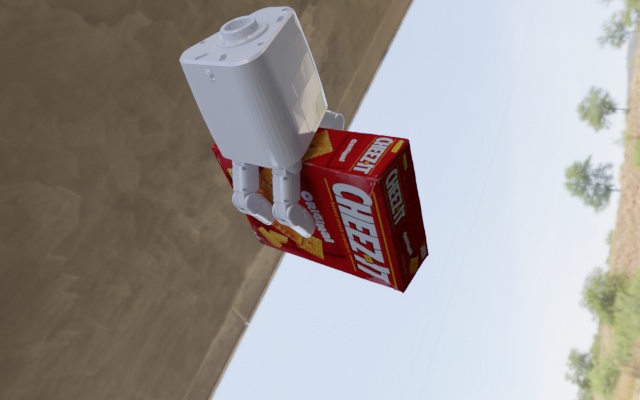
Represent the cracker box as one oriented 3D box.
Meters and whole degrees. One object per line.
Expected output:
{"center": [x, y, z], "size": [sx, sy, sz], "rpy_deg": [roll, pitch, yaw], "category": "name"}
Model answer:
{"center": [0.000, 0.002, 0.530], "size": [0.213, 0.164, 0.072], "rpy_deg": [15, 50, 35], "category": "cracker box"}
